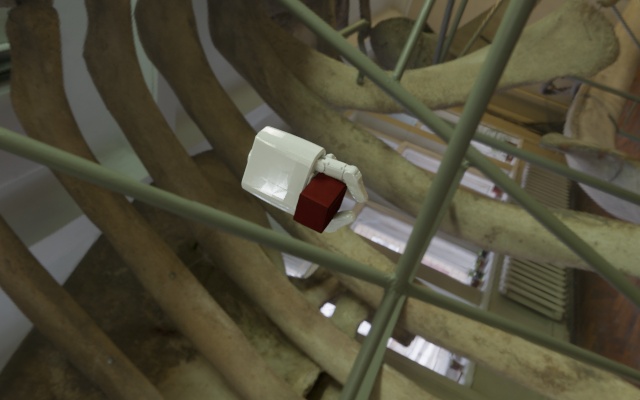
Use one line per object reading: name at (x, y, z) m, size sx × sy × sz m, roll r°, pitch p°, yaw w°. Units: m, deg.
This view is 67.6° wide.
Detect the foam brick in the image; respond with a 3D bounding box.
foam brick at (0.000, 0.003, 0.732) m, size 0.051 × 0.053 × 0.078 m, roll 26°, pitch 38°, yaw 10°
